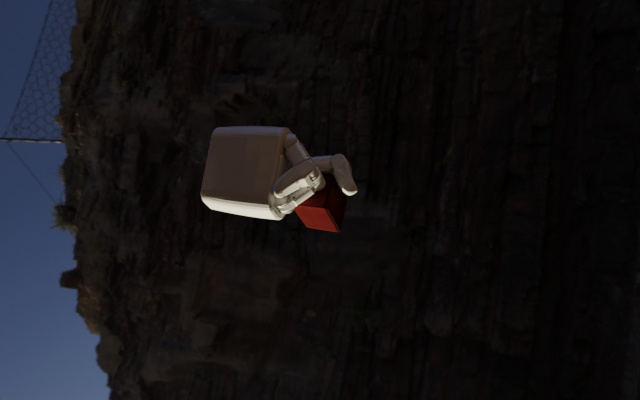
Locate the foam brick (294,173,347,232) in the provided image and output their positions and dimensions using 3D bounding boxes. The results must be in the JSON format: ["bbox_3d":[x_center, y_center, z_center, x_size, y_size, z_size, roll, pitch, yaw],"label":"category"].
[{"bbox_3d":[0.000,0.002,0.656,0.051,0.053,0.078,6,-26,20],"label":"foam brick"}]
